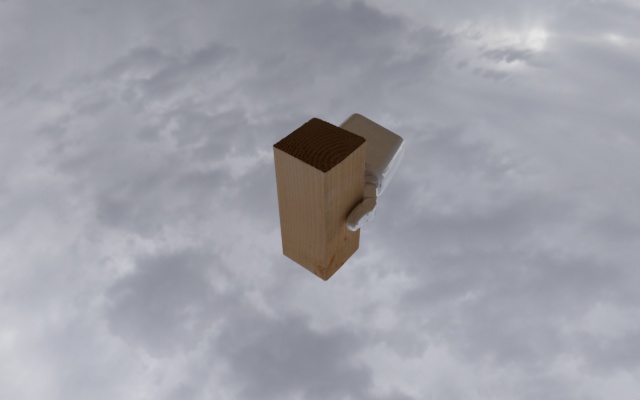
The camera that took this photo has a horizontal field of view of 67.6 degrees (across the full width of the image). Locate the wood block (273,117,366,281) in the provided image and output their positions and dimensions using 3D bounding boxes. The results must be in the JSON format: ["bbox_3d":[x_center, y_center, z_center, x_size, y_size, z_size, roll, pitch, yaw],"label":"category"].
[{"bbox_3d":[0.001,0.002,0.678,0.091,0.206,0.090,28,49,28],"label":"wood block"}]
